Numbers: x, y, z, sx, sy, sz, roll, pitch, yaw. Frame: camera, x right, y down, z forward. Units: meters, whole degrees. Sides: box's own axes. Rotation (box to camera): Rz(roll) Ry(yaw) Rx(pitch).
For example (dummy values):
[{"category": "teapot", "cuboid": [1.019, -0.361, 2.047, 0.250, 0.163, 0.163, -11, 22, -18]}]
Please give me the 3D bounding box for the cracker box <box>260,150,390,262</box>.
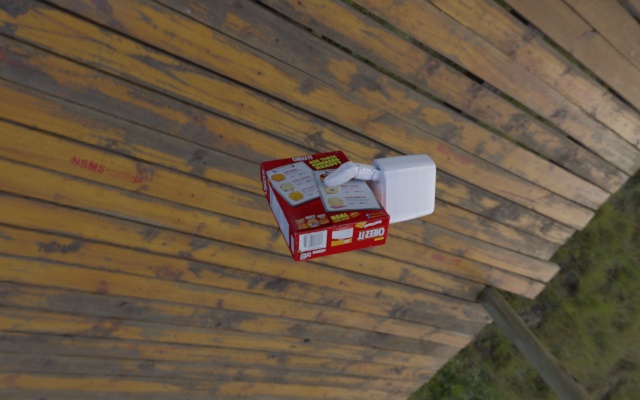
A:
[{"category": "cracker box", "cuboid": [0.000, 0.003, 0.835, 0.164, 0.072, 0.213, -10, 38, -18]}]
